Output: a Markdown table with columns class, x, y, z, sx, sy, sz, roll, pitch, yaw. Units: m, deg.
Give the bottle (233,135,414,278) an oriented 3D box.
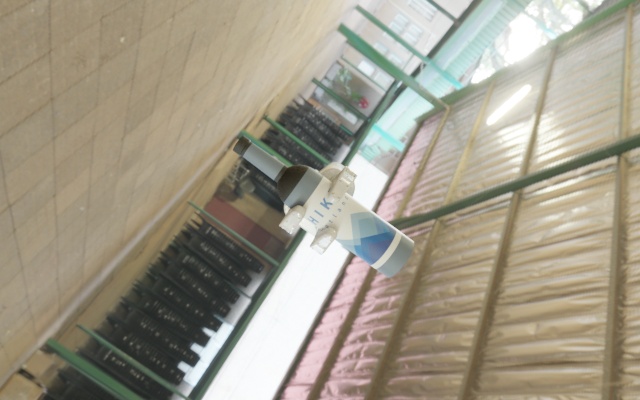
| class | x | y | z | sx | sy | sz | roll | pitch | yaw |
| --- | --- | --- | --- | --- | --- | --- | --- | --- | --- |
| bottle | 0.000 | 0.002 | 0.700 | 0.296 | 0.069 | 0.069 | 36 | -3 | -4 |
